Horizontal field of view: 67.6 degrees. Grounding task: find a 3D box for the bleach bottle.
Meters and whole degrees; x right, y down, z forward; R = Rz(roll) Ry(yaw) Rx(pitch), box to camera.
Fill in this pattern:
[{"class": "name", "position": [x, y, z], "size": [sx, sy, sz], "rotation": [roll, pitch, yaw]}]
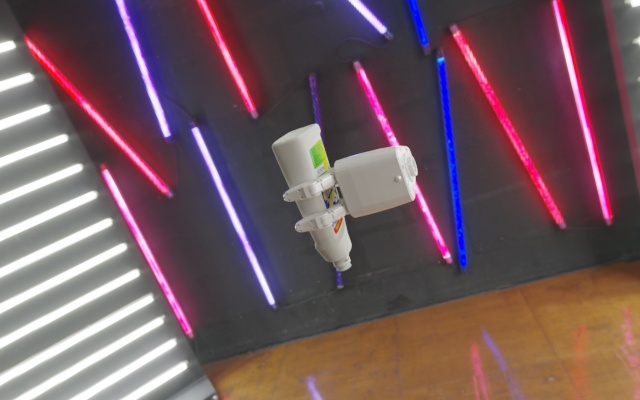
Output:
[{"class": "bleach bottle", "position": [0.000, 0.003, 0.821], "size": [0.068, 0.251, 0.102], "rotation": [-14, 17, 24]}]
